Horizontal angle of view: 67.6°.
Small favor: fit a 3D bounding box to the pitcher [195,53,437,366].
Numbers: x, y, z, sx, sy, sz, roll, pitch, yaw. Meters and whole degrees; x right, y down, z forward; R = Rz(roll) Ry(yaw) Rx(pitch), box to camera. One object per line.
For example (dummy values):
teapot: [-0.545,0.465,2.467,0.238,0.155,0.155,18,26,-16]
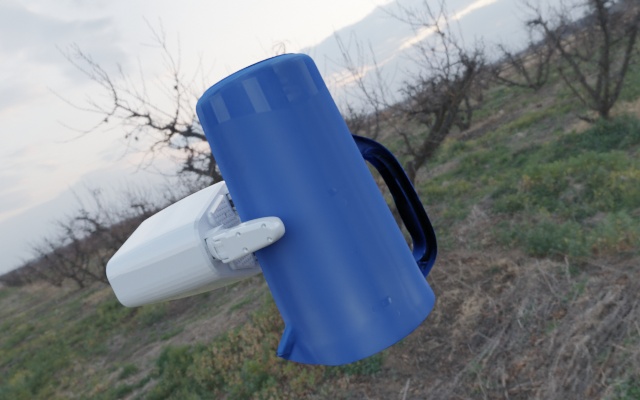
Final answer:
pitcher: [0.000,0.001,0.418,0.145,0.243,0.149,-22,7,19]
